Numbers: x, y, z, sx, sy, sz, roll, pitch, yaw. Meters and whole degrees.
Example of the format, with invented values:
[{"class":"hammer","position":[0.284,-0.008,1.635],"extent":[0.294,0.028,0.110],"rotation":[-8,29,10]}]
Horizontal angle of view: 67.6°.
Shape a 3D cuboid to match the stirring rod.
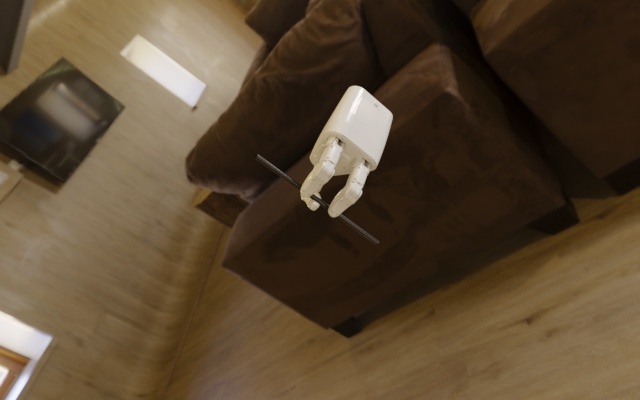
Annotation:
[{"class":"stirring rod","position":[0.000,0.002,0.718],"extent":[0.239,0.011,0.011],"rotation":[36,-15,-22]}]
